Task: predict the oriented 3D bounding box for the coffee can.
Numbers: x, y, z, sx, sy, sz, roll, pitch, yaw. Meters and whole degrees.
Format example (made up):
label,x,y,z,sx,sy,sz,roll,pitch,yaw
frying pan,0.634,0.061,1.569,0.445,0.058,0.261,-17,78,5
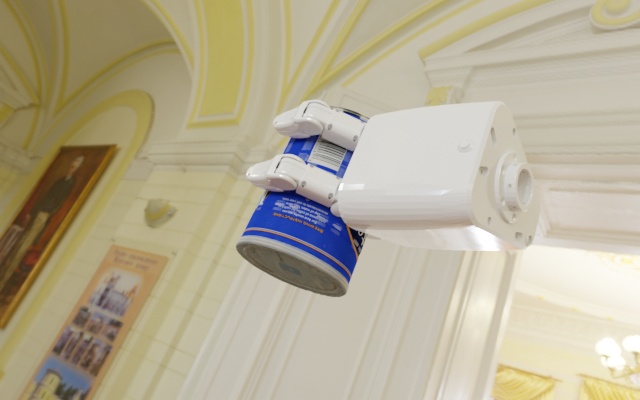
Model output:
label,x,y,z,sx,sy,sz,roll,pitch,yaw
coffee can,0.000,0.002,0.432,0.103,0.140,0.103,20,-22,9
